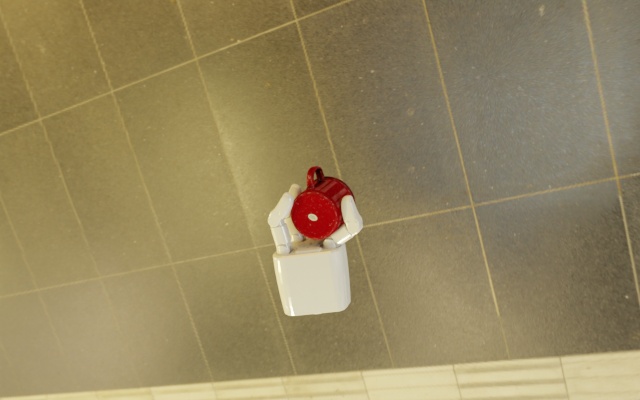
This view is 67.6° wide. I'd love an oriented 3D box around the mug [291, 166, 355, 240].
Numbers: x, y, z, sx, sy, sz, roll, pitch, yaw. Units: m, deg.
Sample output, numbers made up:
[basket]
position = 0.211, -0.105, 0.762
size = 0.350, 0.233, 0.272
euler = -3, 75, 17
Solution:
[mug]
position = 0.000, 0.001, 0.774
size = 0.093, 0.117, 0.081
euler = -5, 13, 20
